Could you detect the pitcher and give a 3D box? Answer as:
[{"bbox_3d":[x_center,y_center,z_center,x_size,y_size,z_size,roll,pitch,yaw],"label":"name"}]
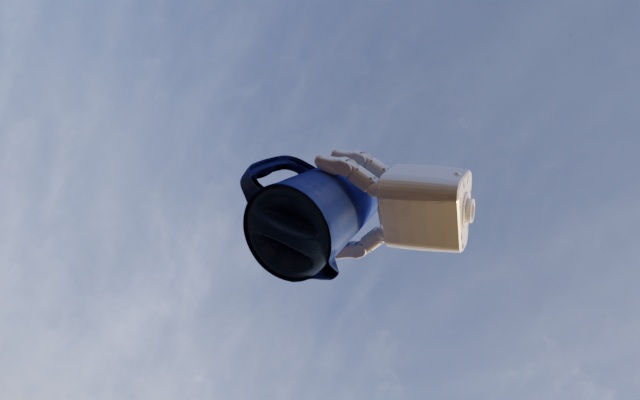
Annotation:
[{"bbox_3d":[0.000,0.002,0.704,0.145,0.149,0.242,3,18,27],"label":"pitcher"}]
